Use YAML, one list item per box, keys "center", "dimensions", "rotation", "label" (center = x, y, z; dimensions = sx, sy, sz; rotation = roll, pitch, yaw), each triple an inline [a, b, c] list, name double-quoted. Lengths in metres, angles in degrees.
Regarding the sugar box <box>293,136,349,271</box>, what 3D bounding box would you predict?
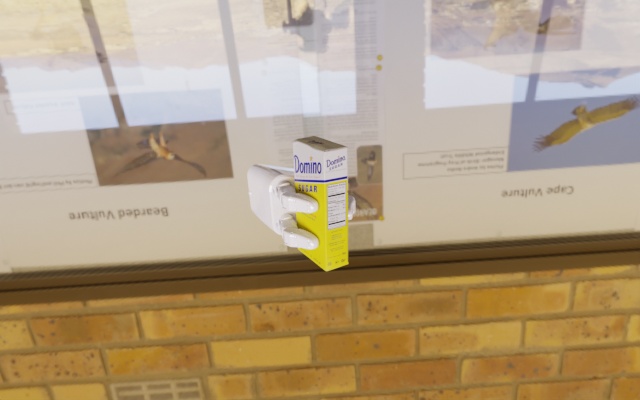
- center: [0.000, 0.002, 0.688]
  dimensions: [0.048, 0.176, 0.093]
  rotation: [-15, 23, -27]
  label: "sugar box"
